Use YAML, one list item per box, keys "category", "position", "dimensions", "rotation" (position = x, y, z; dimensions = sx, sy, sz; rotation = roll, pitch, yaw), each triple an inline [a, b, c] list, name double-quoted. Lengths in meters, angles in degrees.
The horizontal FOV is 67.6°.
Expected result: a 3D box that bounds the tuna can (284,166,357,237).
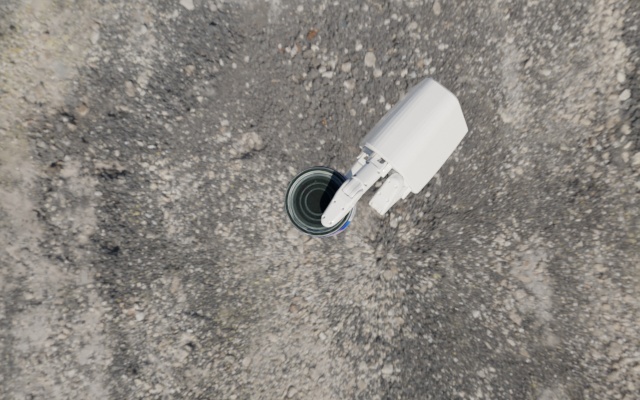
- category: "tuna can"
  position: [0.000, 0.002, 0.577]
  dimensions: [0.086, 0.086, 0.034]
  rotation: [0, -2, 11]
